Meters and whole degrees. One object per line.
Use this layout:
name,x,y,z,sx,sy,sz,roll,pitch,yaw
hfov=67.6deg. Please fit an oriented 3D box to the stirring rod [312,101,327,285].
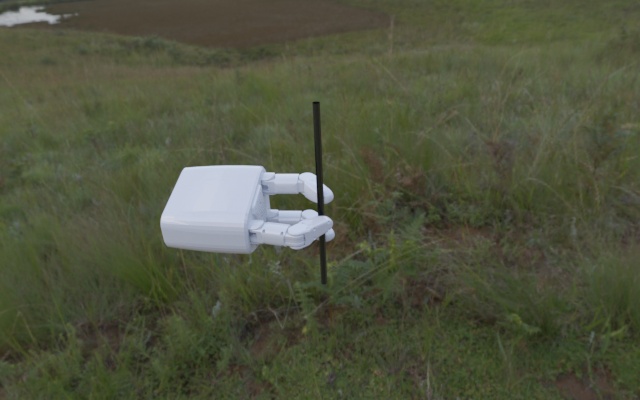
stirring rod,0.000,0.002,0.561,0.011,0.240,0.011,-2,29,1
